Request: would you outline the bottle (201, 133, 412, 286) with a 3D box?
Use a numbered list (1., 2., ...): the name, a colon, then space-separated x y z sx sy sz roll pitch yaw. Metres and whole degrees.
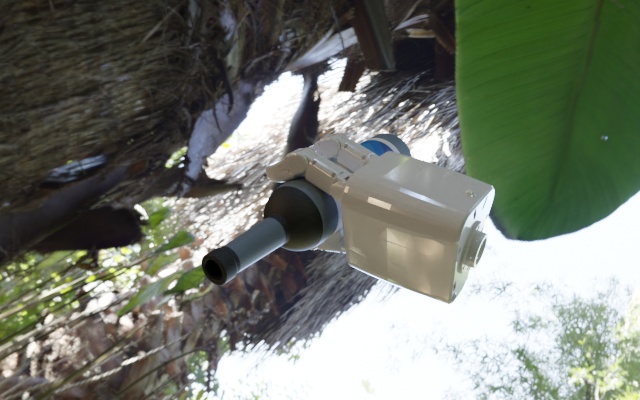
1. bottle: 0.000 0.001 0.478 0.069 0.069 0.295 0 21 37
